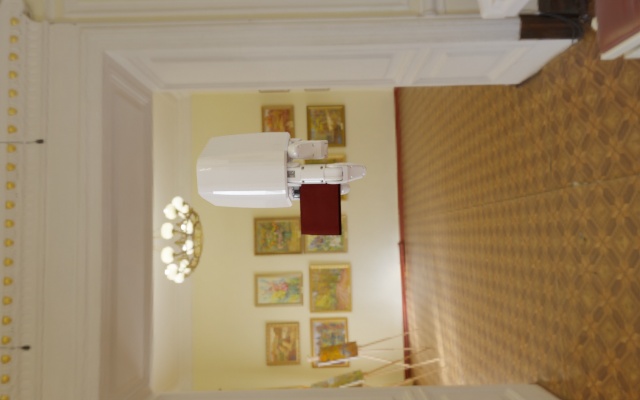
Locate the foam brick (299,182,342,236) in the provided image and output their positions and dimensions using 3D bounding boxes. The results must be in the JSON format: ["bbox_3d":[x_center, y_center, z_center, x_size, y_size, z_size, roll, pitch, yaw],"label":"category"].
[{"bbox_3d":[0.000,0.002,0.611,0.051,0.078,0.053,-2,9,0],"label":"foam brick"}]
